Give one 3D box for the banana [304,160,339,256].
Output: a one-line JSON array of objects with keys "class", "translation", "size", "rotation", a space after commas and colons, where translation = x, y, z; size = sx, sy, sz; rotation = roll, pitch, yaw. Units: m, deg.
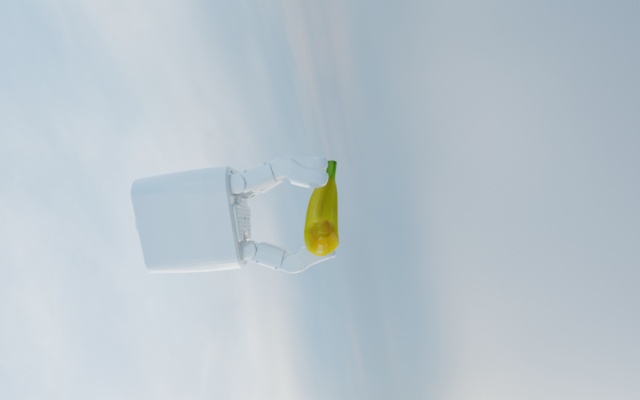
[{"class": "banana", "translation": [0.001, 0.018, 0.508], "size": [0.037, 0.070, 0.197], "rotation": [-1, 22, 2]}]
